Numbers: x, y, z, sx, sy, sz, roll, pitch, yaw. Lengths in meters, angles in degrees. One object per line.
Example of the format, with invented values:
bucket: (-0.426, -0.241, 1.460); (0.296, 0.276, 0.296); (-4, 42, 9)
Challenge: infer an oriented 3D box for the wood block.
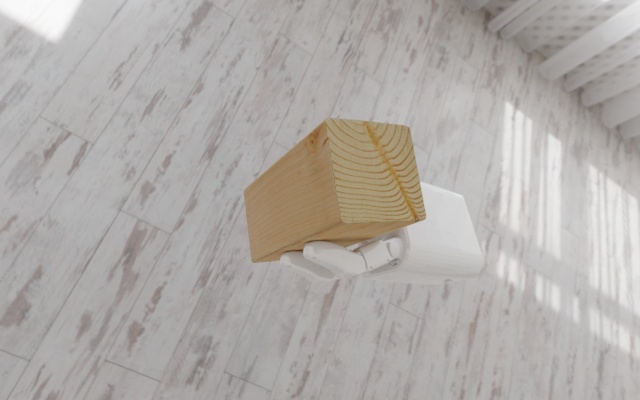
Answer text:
wood block: (0.000, 0.001, 0.486); (0.090, 0.090, 0.206); (0, -15, -29)
